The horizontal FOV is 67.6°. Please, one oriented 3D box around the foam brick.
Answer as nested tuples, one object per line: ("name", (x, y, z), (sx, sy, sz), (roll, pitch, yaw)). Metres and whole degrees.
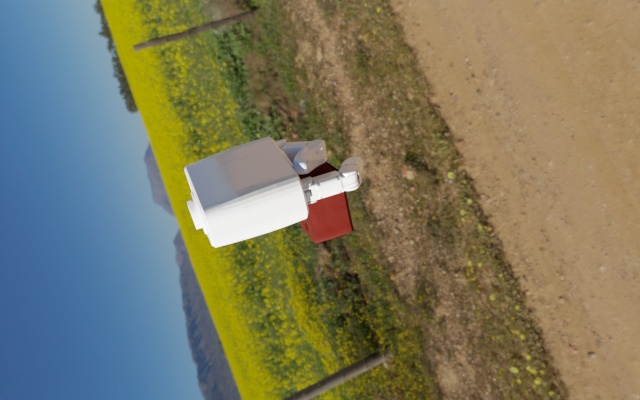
("foam brick", (0.000, 0.002, 0.565), (0.051, 0.078, 0.053), (-20, 25, -15))
